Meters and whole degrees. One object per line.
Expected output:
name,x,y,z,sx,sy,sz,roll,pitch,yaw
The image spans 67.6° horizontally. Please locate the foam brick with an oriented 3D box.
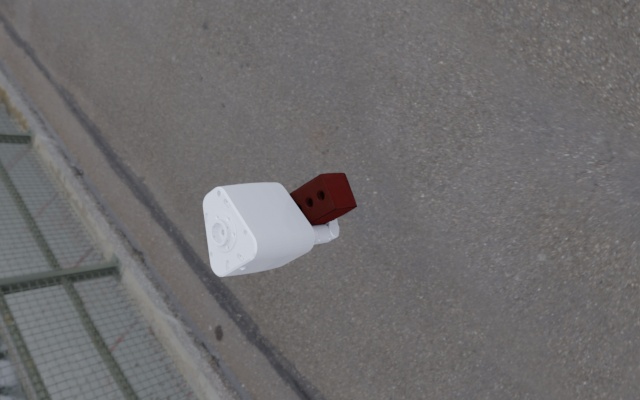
foam brick,0.000,0.002,0.653,0.078,0.053,0.051,-32,-17,36
